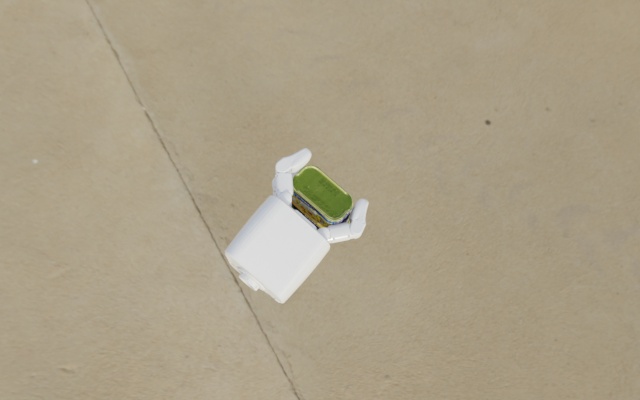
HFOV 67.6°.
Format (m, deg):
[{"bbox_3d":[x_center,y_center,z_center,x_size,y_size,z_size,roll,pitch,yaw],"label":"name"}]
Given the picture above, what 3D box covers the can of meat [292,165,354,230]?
[{"bbox_3d":[0.000,0.002,0.729,0.102,0.057,0.084,40,-18,11],"label":"can of meat"}]
